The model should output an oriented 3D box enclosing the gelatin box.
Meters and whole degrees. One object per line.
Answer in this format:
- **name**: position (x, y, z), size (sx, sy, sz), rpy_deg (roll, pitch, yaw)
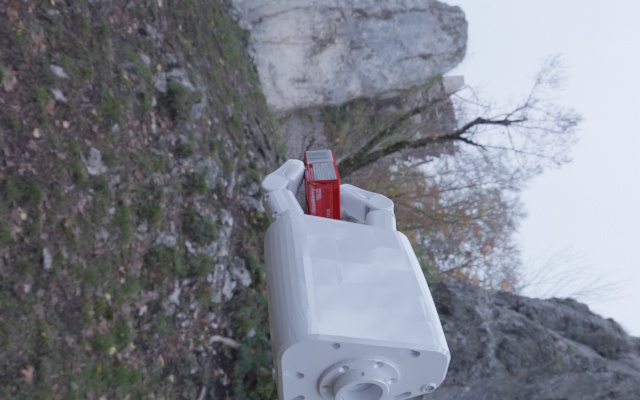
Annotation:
- **gelatin box**: position (0.001, 0.001, 0.435), size (0.030, 0.073, 0.089), rpy_deg (-2, 23, -3)
